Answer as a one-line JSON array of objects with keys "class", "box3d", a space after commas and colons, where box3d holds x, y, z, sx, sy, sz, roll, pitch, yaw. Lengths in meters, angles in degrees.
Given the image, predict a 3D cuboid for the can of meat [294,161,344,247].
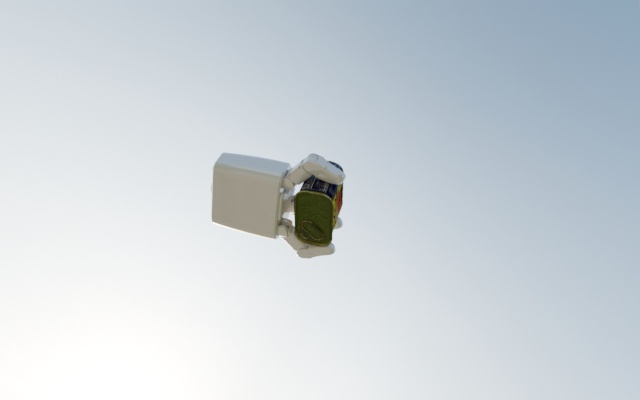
[{"class": "can of meat", "box3d": [0.000, 0.002, 0.707, 0.057, 0.102, 0.084, 10, 42, 11]}]
